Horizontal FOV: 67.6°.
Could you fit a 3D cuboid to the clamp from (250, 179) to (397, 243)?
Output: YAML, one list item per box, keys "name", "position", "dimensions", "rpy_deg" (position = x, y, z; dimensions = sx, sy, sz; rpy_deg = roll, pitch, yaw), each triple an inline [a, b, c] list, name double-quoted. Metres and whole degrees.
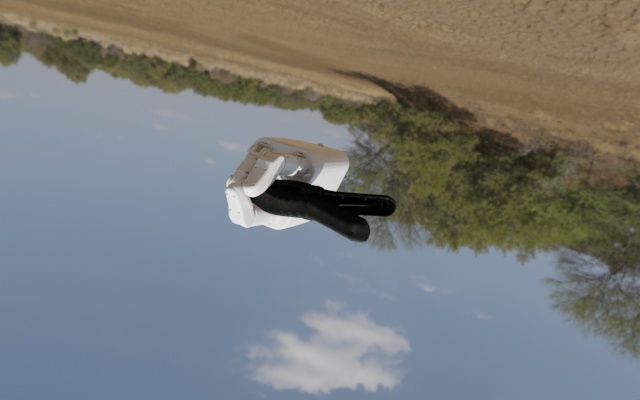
- name: "clamp"
  position: [0.000, 0.002, 0.538]
  dimensions: [0.171, 0.039, 0.120]
  rpy_deg: [18, 14, 27]
